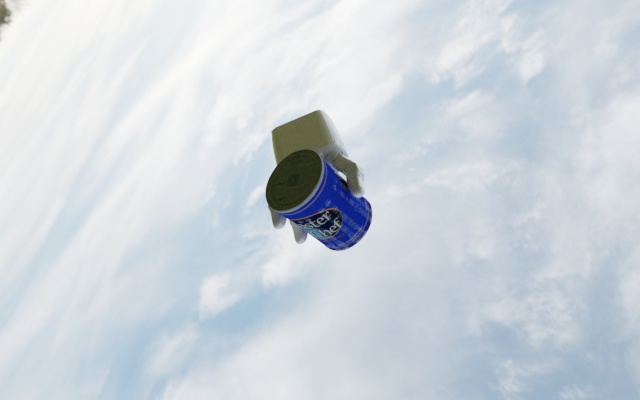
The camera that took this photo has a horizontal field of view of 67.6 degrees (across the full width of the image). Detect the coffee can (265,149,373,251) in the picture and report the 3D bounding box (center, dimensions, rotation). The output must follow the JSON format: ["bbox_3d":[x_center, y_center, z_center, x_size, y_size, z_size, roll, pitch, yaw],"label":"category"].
[{"bbox_3d":[0.000,0.002,0.726,0.103,0.102,0.140,0,-28,41],"label":"coffee can"}]
